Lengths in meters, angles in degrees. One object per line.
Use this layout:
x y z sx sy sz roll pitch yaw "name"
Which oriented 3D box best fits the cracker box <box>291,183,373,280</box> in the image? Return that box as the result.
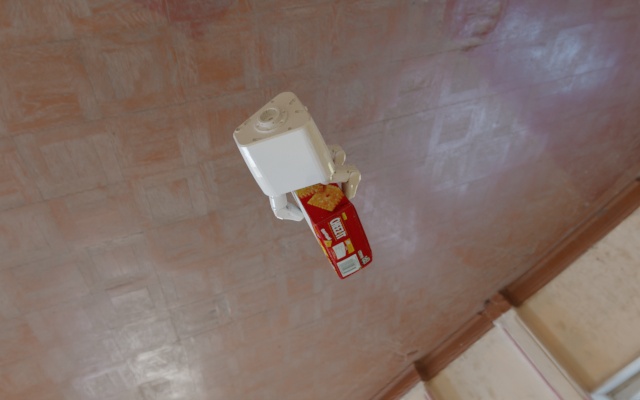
0.000 0.003 0.806 0.072 0.213 0.164 -28 -42 -4 "cracker box"
